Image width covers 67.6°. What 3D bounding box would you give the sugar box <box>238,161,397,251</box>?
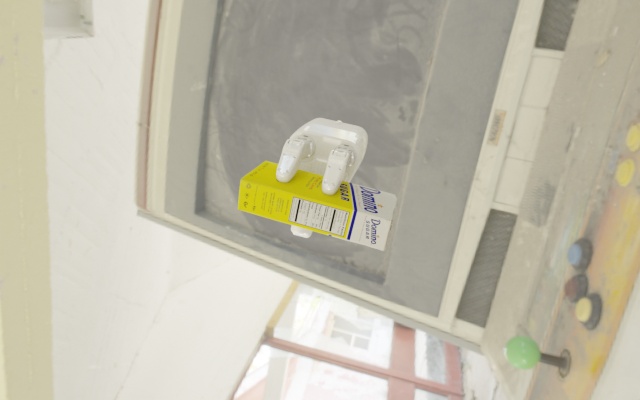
[{"bbox_3d":[0.000,0.001,0.568,0.176,0.048,0.093,13,21,8],"label":"sugar box"}]
